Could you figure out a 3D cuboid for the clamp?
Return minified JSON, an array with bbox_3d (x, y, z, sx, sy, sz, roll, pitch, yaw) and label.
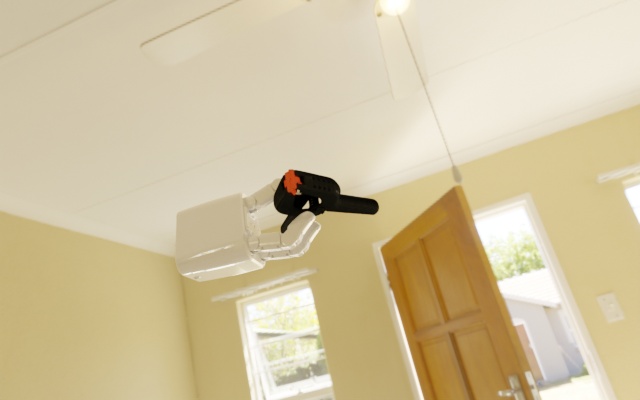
[{"bbox_3d":[0.000,0.001,0.690,0.164,0.036,0.210,-14,-21,5],"label":"clamp"}]
